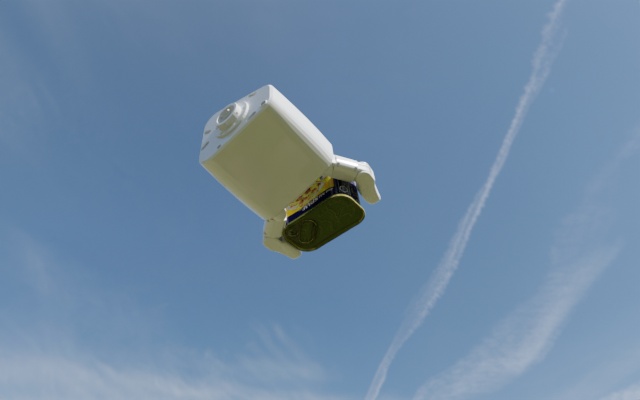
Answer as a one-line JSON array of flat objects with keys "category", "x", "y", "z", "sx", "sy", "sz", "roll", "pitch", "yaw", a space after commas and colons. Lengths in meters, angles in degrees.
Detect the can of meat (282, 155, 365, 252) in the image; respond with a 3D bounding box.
[{"category": "can of meat", "x": 0.000, "y": 0.002, "z": 0.603, "sx": 0.102, "sy": 0.083, "sz": 0.057, "roll": -33, "pitch": -52, "yaw": 22}]
